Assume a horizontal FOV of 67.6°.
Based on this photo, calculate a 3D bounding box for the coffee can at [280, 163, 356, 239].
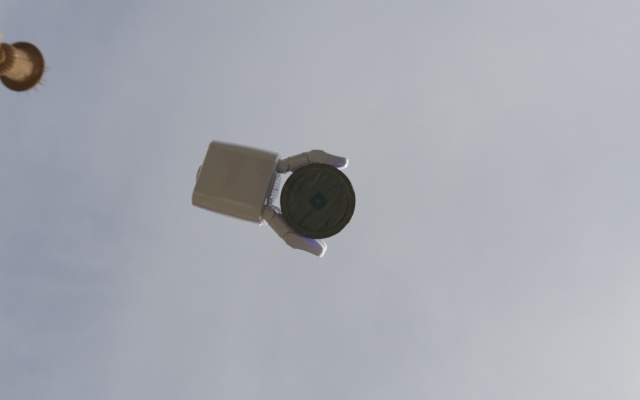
[{"bbox_3d":[0.000,0.002,0.706,0.103,0.103,0.140,0,-1,3],"label":"coffee can"}]
